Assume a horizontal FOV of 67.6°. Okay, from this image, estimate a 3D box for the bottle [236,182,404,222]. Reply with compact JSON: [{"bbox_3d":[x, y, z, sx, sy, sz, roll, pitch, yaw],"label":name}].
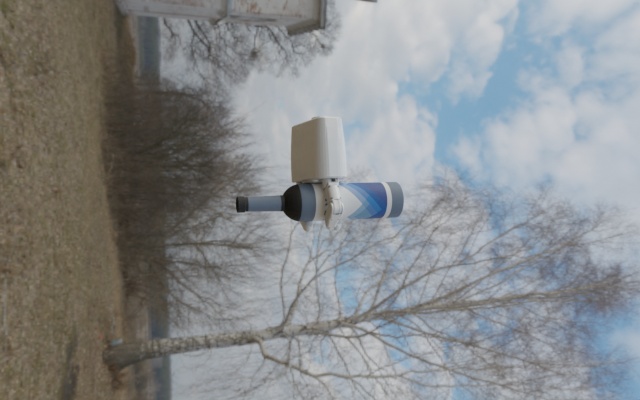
[{"bbox_3d":[0.000,0.003,0.843,0.296,0.069,0.069,-2,0,-18],"label":"bottle"}]
